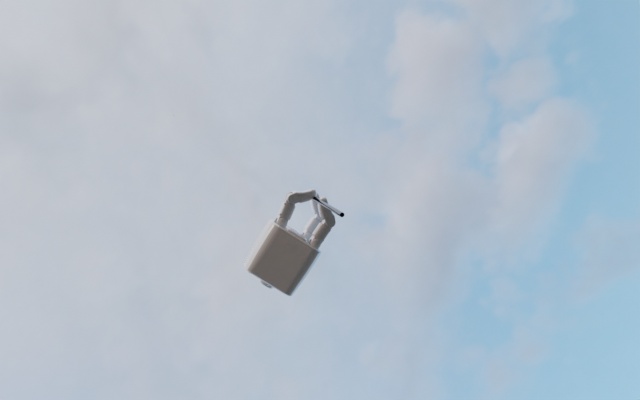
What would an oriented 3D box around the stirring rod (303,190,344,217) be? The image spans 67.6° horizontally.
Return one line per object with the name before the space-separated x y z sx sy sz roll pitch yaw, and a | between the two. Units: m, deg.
stirring rod | 0.000 0.003 0.882 0.011 0.011 0.239 0 10 -17
